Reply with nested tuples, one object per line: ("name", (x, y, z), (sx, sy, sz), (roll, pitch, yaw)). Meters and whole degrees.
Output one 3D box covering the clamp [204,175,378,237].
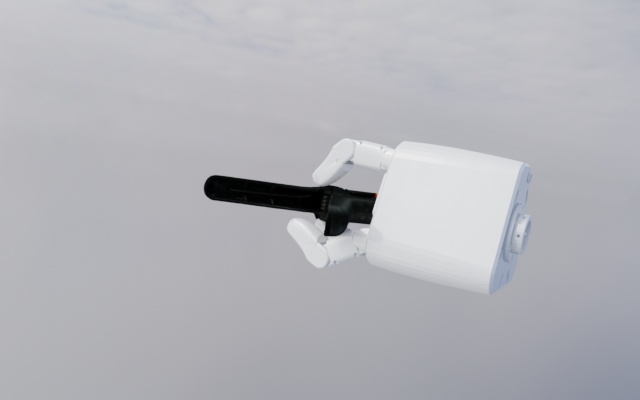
("clamp", (0.001, 0.001, 0.486), (0.164, 0.036, 0.210), (15, 8, 32))
